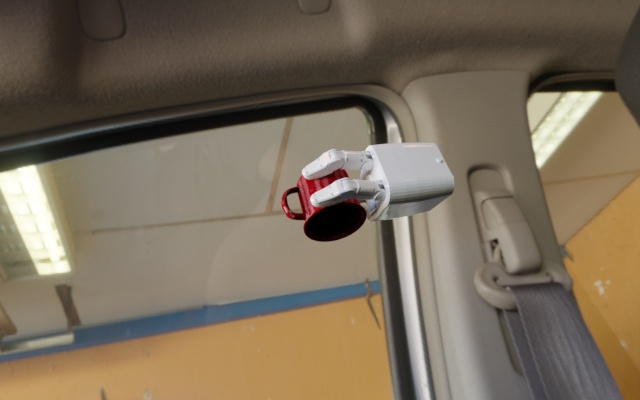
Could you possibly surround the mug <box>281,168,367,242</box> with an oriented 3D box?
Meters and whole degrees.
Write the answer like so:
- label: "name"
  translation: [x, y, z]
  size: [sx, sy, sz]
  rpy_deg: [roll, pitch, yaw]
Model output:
- label: "mug"
  translation: [-0.001, 0.002, 0.695]
  size: [0.117, 0.081, 0.093]
  rpy_deg: [-5, -38, -17]
